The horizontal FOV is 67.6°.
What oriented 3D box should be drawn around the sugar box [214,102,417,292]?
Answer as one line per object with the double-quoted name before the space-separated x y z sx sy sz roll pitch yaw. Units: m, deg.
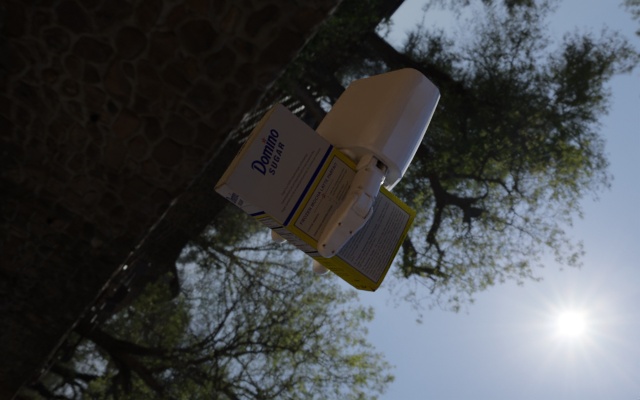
"sugar box" 0.000 0.001 0.449 0.176 0.093 0.048 37 -22 -16
